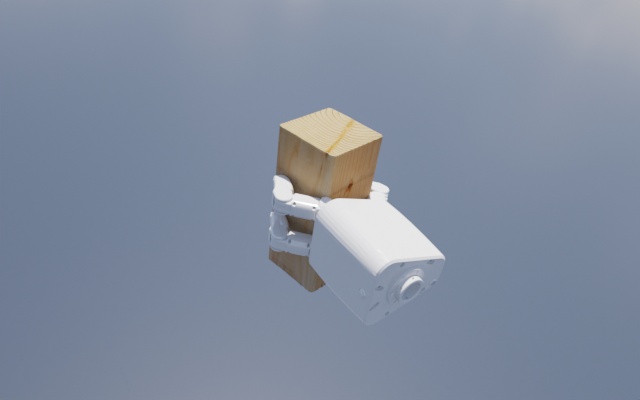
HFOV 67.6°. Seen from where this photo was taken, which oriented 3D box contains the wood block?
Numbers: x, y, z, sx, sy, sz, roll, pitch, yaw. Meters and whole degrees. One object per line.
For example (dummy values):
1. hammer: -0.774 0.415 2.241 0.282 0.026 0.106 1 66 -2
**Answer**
1. wood block: 0.001 0.002 0.609 0.090 0.206 0.091 34 42 30
